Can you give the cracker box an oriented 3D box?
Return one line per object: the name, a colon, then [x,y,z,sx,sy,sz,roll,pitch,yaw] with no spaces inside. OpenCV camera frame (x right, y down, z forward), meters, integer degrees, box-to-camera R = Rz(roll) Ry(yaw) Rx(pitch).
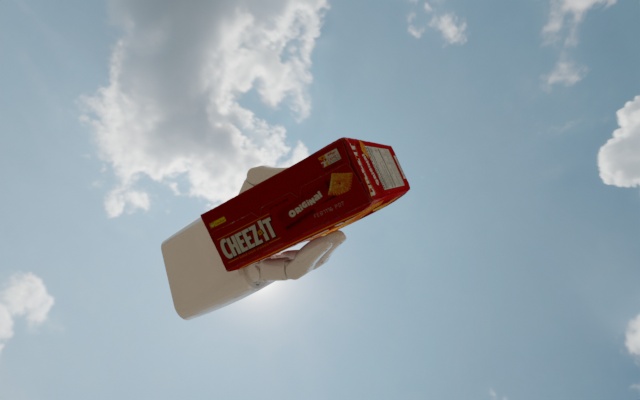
cracker box: [0.000,0.002,0.529,0.164,0.072,0.213,-27,-5,19]
